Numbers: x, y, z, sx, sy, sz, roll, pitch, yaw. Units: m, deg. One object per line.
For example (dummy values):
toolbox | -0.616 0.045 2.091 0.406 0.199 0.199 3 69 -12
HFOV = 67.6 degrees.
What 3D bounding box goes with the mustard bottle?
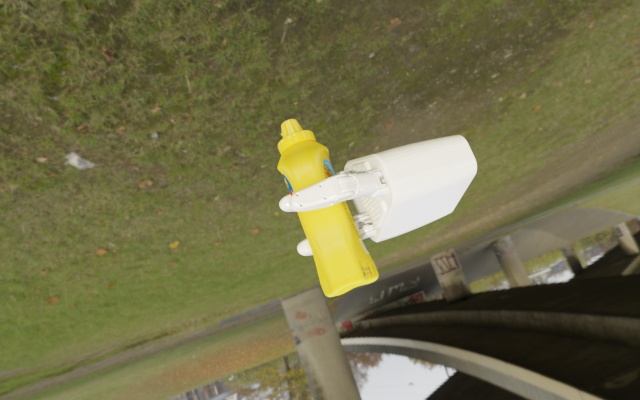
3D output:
mustard bottle | 0.000 0.002 0.500 0.058 0.191 0.096 -22 -12 6
